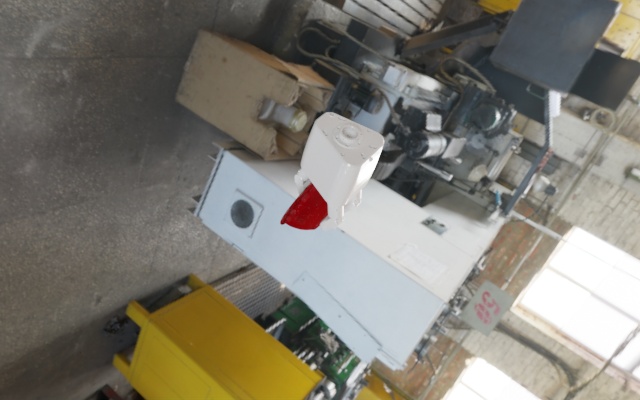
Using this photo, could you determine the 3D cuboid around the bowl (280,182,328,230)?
[{"bbox_3d":[0.000,0.004,0.882,0.055,0.162,0.162,43,5,5],"label":"bowl"}]
